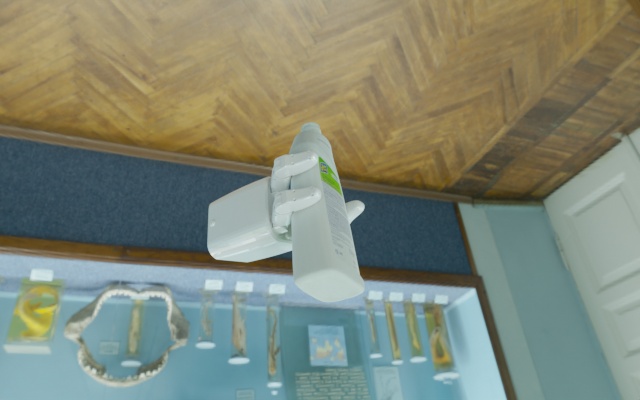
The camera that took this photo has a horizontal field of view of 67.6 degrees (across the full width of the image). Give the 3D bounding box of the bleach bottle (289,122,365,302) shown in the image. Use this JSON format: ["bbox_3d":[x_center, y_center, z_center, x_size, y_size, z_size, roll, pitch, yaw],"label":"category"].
[{"bbox_3d":[0.000,0.002,0.649,0.068,0.250,0.103,-20,-35,21],"label":"bleach bottle"}]
